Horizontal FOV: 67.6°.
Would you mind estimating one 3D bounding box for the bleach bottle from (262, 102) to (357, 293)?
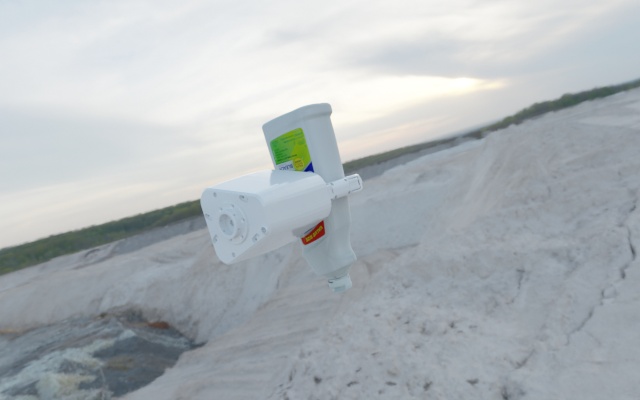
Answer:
[{"bbox_3d":[0.000,0.002,0.654,0.102,0.251,0.068,-15,4,41],"label":"bleach bottle"}]
